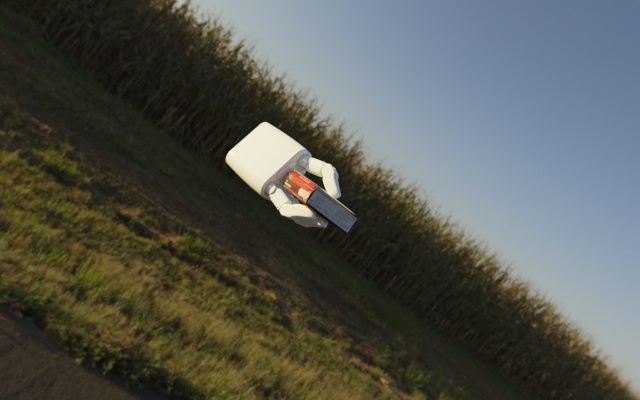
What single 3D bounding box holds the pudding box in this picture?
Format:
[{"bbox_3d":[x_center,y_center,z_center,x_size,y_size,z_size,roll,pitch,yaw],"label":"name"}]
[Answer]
[{"bbox_3d":[0.000,0.002,0.801,0.113,0.039,0.090,35,1,-36],"label":"pudding box"}]
